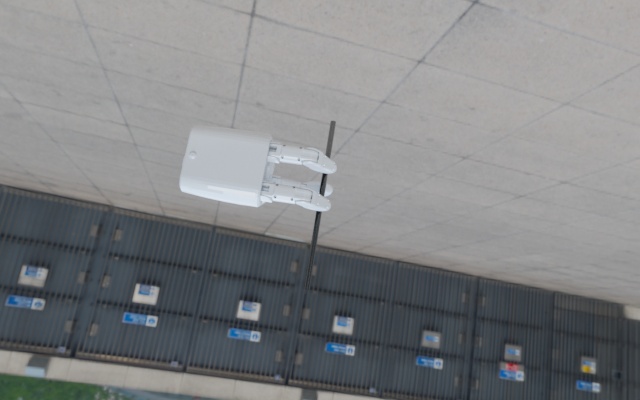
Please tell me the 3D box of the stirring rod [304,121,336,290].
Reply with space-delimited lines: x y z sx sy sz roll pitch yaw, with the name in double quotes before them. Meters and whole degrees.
"stirring rod" 0.000 0.002 0.661 0.011 0.239 0.011 9 -13 2
